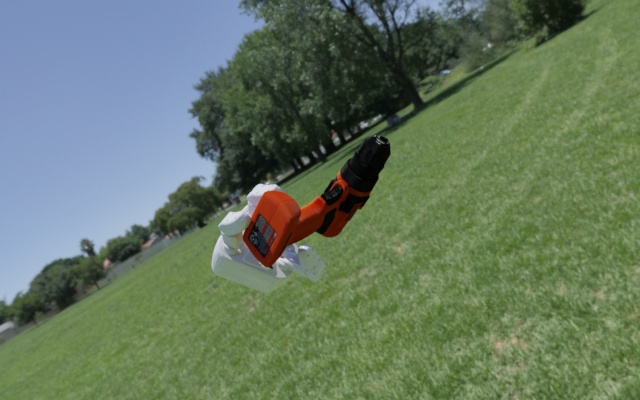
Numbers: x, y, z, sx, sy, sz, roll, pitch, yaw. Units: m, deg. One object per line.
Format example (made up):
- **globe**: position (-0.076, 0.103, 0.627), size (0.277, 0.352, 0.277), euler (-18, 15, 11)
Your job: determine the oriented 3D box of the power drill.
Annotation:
- **power drill**: position (0.000, 0.002, 0.617), size (0.187, 0.184, 0.057), euler (-22, 60, -45)
